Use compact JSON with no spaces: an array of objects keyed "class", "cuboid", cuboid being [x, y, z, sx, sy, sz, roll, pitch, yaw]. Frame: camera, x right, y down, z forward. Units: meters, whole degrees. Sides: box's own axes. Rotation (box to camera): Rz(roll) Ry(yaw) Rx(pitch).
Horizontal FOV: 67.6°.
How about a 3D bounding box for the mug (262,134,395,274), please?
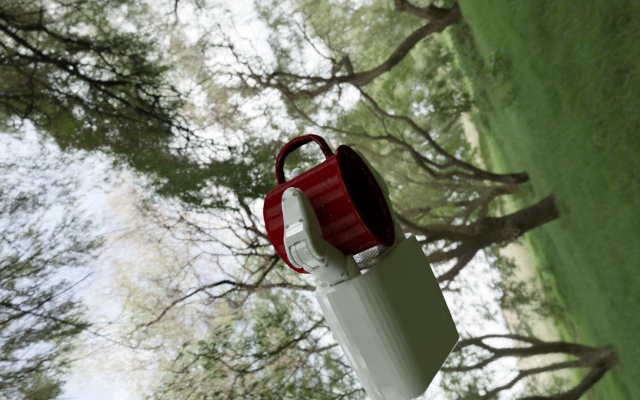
[{"class":"mug","cuboid":[-0.001,0.000,0.405,0.081,0.117,0.093,-27,0,21]}]
